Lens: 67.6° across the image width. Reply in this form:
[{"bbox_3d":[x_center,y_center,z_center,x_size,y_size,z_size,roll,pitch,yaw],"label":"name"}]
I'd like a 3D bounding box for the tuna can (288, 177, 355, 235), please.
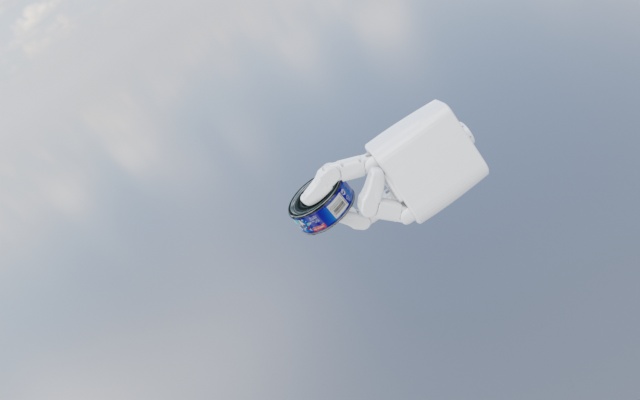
[{"bbox_3d":[0.000,0.002,0.619,0.086,0.086,0.034,0,-44,53],"label":"tuna can"}]
